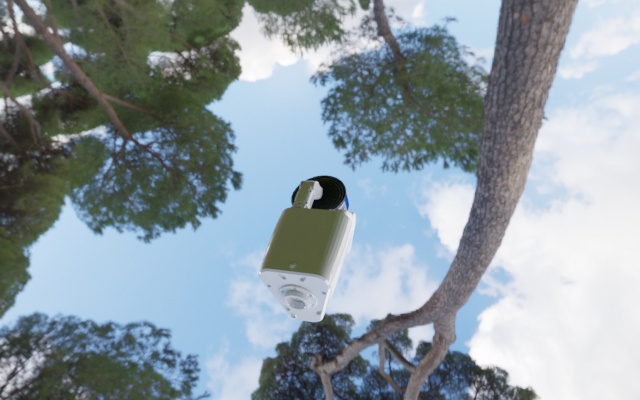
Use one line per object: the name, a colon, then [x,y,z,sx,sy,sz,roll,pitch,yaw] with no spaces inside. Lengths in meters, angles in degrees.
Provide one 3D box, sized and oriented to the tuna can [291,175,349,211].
tuna can: [0.000,0.003,0.733,0.086,0.086,0.034,0,-44,17]
